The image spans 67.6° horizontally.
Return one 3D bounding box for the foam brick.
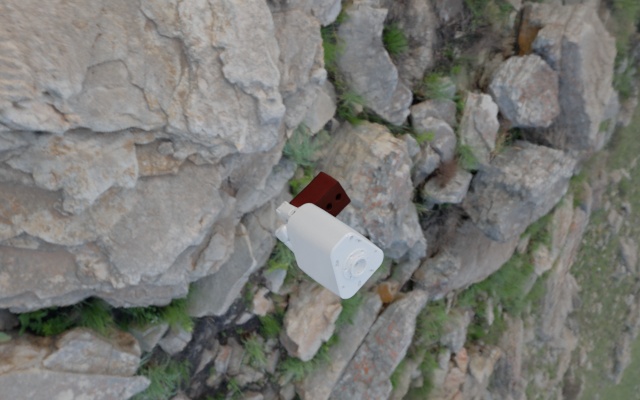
[{"bbox_3d":[0.000,0.002,0.775,0.051,0.078,0.053,30,-19,48],"label":"foam brick"}]
